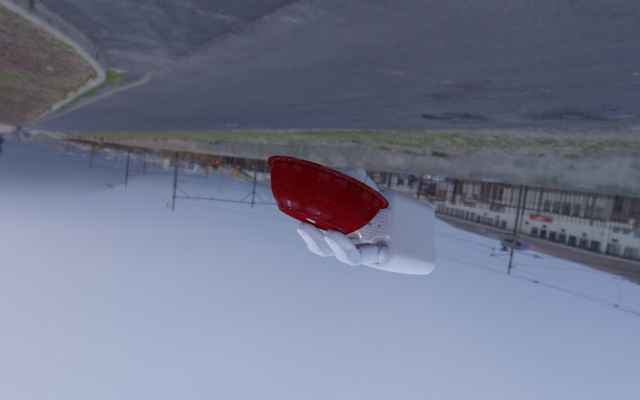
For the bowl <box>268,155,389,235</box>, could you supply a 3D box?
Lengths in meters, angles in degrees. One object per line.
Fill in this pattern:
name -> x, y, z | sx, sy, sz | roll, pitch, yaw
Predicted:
bowl -> -0.001, 0.002, 0.596 | 0.162, 0.055, 0.162 | 21, -9, 4
